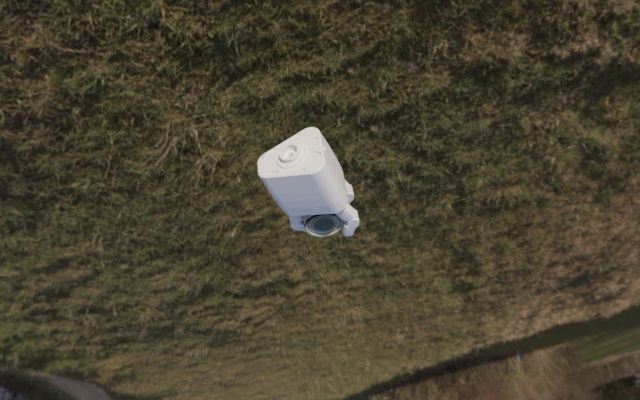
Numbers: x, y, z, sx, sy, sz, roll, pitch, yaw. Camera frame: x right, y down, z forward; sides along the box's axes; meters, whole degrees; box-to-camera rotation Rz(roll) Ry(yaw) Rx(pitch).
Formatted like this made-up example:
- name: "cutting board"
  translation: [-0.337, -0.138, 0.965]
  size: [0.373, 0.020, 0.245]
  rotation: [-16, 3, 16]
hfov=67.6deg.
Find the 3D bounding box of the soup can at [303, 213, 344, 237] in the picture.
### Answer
- name: "soup can"
  translation: [0.000, 0.003, 0.825]
  size: [0.068, 0.102, 0.069]
  rotation: [-6, -37, -4]
